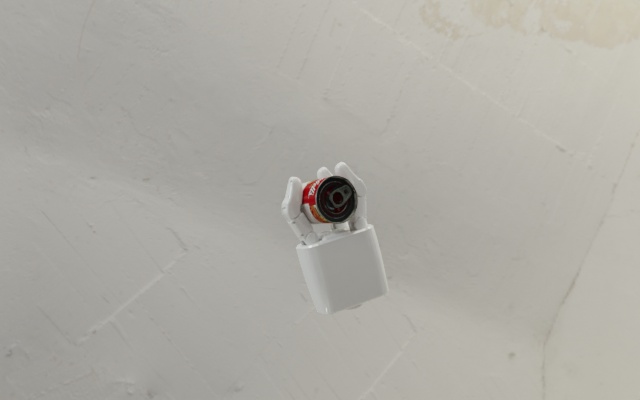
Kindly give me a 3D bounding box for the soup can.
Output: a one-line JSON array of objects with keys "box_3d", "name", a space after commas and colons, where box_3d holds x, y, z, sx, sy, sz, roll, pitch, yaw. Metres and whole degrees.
[{"box_3d": [0.000, 0.002, 0.709, 0.068, 0.068, 0.102, 0, -4, -28], "name": "soup can"}]
